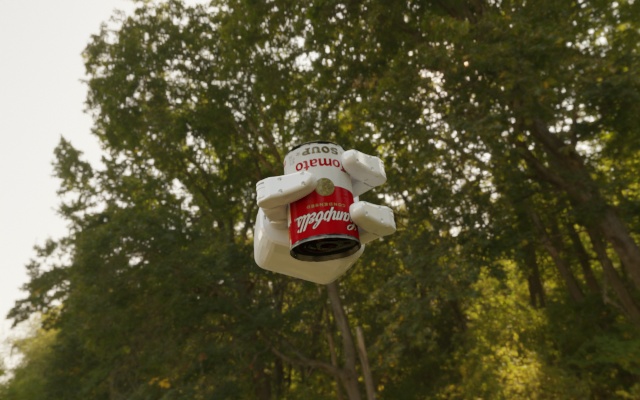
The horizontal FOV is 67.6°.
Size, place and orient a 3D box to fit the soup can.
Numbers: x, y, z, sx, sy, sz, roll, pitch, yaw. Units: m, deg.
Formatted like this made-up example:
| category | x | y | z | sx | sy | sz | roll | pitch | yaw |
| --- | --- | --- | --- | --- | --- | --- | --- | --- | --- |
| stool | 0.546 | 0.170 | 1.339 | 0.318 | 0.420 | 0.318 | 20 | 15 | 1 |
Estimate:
| category | x | y | z | sx | sy | sz | roll | pitch | yaw |
| --- | --- | --- | --- | --- | --- | --- | --- | --- | --- |
| soup can | 0.000 | 0.001 | 0.470 | 0.068 | 0.102 | 0.068 | -5 | -25 | -2 |
